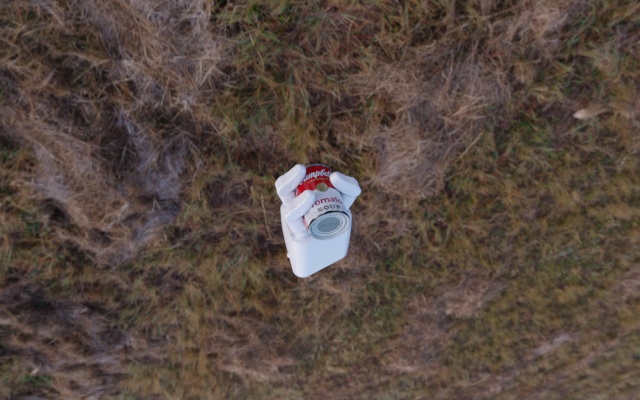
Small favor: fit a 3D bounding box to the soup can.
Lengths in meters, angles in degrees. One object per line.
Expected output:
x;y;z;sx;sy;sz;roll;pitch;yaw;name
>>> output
0.000;0.002;0.741;0.068;0.102;0.069;-11;-40;-10;soup can
